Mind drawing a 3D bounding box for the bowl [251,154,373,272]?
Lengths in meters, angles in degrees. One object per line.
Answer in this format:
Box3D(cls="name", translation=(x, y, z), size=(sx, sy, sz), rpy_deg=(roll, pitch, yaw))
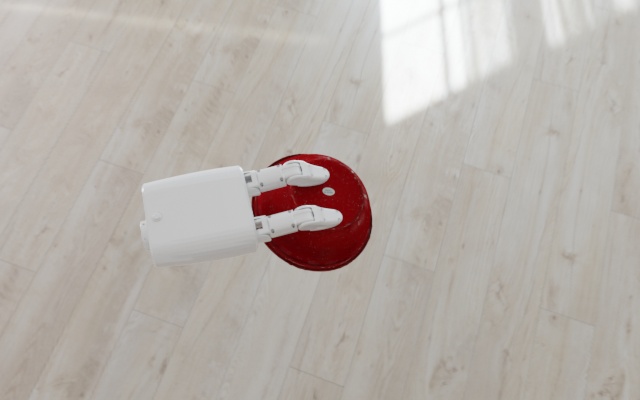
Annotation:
Box3D(cls="bowl", translation=(0.001, 0.001, 0.583), size=(0.162, 0.162, 0.055), rpy_deg=(0, -24, -21))
